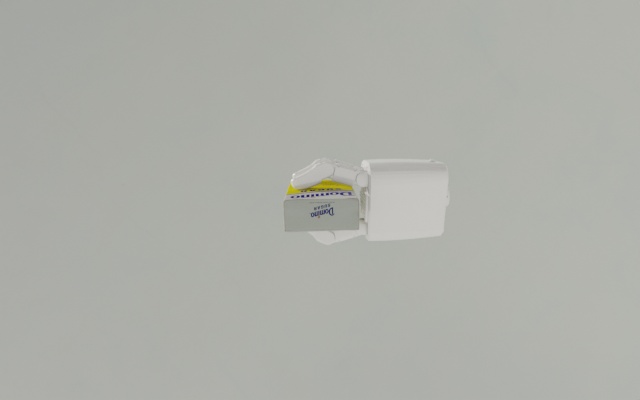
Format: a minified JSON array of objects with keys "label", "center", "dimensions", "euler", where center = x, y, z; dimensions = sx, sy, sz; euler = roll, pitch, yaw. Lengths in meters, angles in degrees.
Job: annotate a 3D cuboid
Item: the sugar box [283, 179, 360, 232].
[{"label":"sugar box","center":[0.000,0.002,0.652],"dimensions":[0.093,0.048,0.176],"euler":[-2,8,-1]}]
